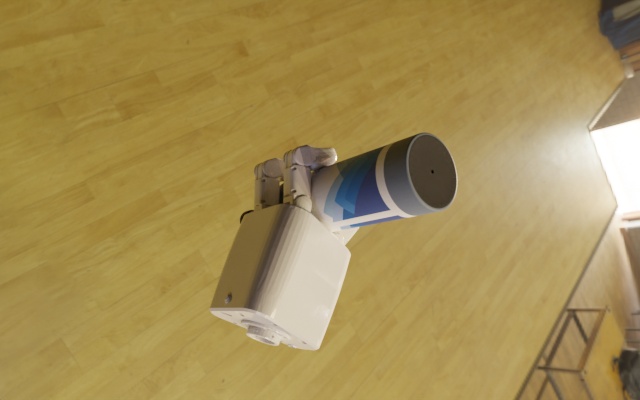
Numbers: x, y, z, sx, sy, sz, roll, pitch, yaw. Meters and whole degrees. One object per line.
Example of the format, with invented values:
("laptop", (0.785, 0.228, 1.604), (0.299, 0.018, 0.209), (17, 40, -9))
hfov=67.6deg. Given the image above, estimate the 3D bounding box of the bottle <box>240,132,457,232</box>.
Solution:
("bottle", (0.000, 0.002, 0.502), (0.069, 0.069, 0.296), (0, -10, -40))
